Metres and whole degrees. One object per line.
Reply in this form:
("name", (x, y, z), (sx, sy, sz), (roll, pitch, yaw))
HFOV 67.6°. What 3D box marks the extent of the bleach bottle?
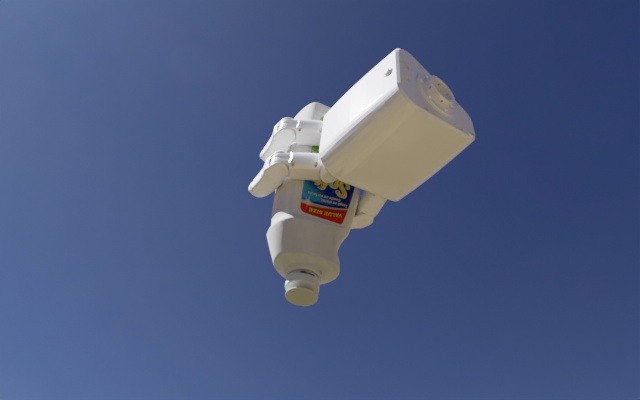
("bleach bottle", (0.000, 0.002, 0.511), (0.102, 0.250, 0.068), (31, -50, -23))
